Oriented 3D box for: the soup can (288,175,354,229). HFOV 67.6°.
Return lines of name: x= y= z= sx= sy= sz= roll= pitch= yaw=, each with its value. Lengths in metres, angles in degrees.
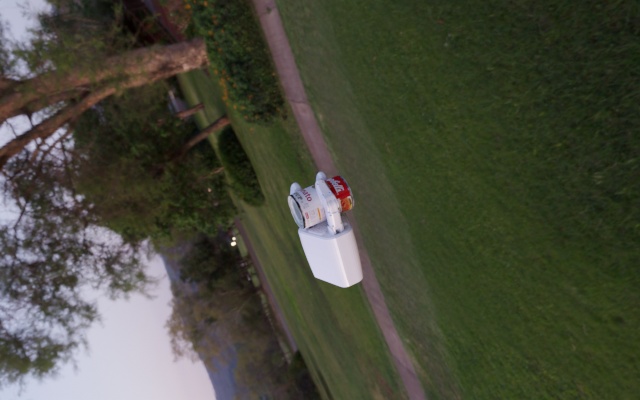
soup can: x=0.000 y=0.003 z=0.868 sx=0.102 sy=0.068 sz=0.068 roll=-22 pitch=7 yaw=-17
